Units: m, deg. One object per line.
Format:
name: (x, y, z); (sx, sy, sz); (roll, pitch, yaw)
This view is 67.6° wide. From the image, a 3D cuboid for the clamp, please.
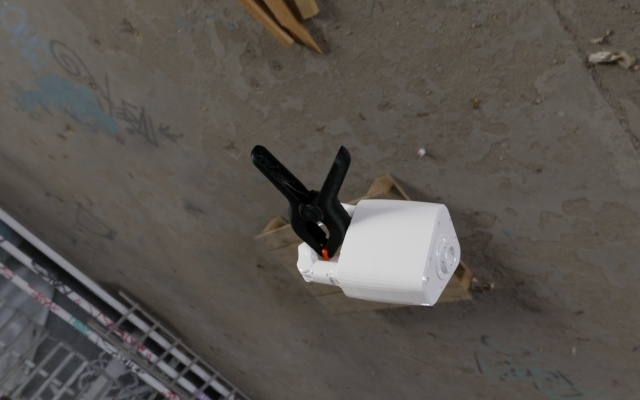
clamp: (0.000, 0.002, 0.560); (0.120, 0.172, 0.039); (1, 43, 36)
